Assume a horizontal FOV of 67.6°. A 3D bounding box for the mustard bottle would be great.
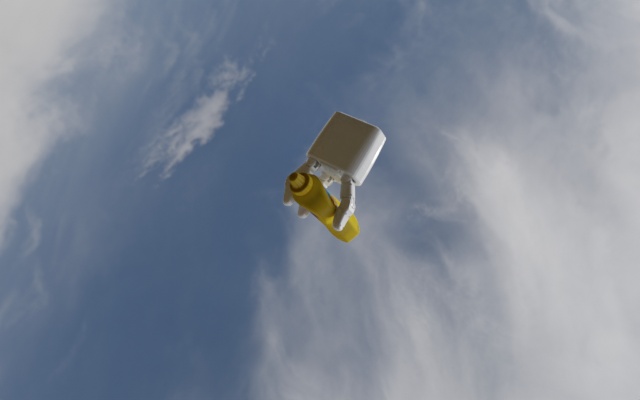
[{"bbox_3d":[0.000,0.003,0.875,0.192,0.058,0.096,44,8,-49],"label":"mustard bottle"}]
